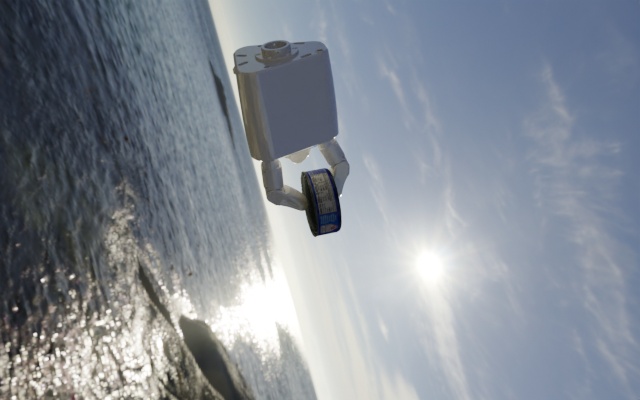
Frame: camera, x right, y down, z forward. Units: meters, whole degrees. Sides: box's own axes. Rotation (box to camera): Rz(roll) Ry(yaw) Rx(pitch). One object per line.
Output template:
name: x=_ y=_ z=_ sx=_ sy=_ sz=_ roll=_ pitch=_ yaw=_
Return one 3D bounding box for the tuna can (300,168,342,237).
tuna can: x=0.001 y=0.002 z=0.614 sx=0.034 sy=0.086 sz=0.086 roll=-11 pitch=2 yaw=-10
